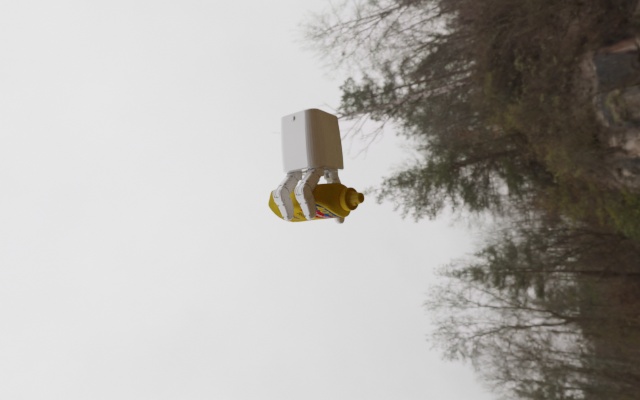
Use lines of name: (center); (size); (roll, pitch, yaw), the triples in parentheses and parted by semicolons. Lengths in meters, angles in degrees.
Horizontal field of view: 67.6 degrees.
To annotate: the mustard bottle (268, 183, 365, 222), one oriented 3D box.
mustard bottle: (0.000, 0.003, 0.871); (0.191, 0.058, 0.096); (-7, -27, 43)
